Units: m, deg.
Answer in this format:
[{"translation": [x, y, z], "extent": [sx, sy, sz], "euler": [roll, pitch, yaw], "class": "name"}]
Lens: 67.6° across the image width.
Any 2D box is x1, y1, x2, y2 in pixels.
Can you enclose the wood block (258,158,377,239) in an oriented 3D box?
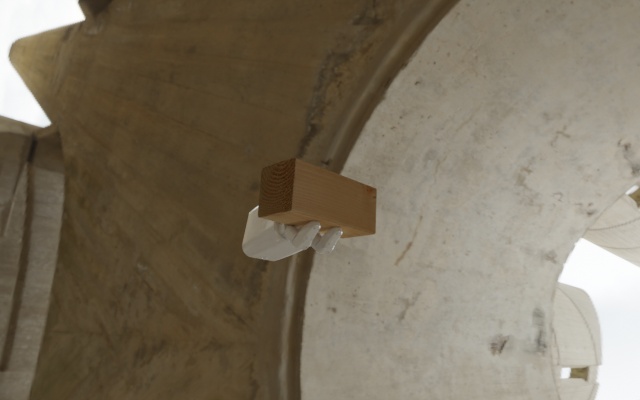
[{"translation": [0.000, 0.003, 0.848], "extent": [0.206, 0.090, 0.090], "euler": [17, -21, -42], "class": "wood block"}]
